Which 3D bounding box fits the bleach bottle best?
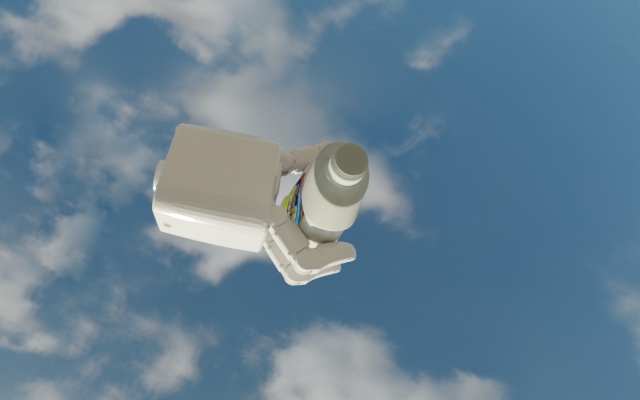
[{"bbox_3d":[0.000,0.002,0.495,0.068,0.102,0.251,12,-22,-8],"label":"bleach bottle"}]
